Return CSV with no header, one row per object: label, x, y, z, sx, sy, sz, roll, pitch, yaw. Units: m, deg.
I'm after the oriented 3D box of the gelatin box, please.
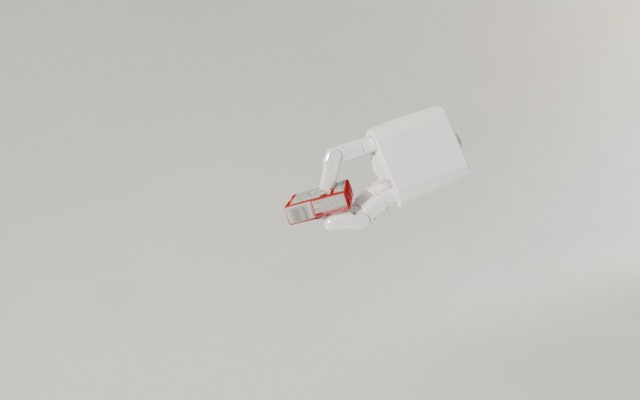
gelatin box,0.000,0.002,0.669,0.089,0.030,0.073,-15,12,10
